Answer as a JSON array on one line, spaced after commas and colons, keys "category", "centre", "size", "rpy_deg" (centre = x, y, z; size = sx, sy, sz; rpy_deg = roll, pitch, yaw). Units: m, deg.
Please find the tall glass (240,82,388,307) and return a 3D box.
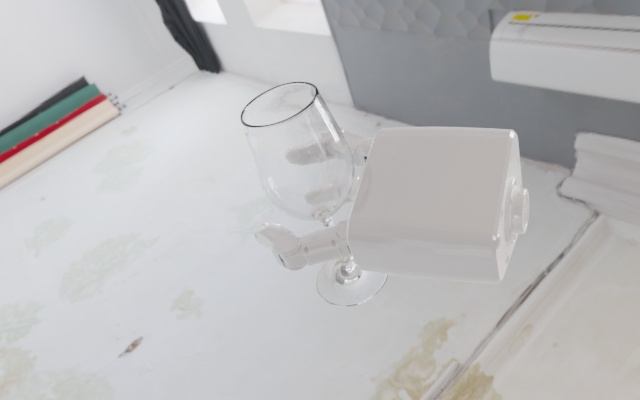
[{"category": "tall glass", "centre": [0.000, 0.002, 0.412], "size": [0.079, 0.201, 0.079], "rpy_deg": [-15, 38, 12]}]
